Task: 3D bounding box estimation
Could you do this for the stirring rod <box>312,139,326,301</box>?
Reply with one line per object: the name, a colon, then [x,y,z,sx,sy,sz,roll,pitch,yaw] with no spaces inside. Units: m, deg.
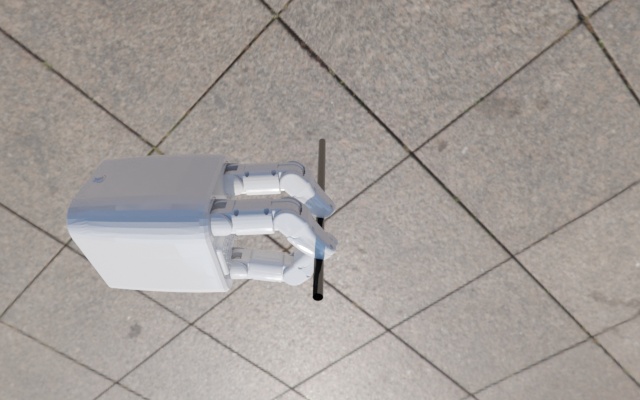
stirring rod: [0.000,0.001,0.442,0.011,0.011,0.239,0,35,1]
